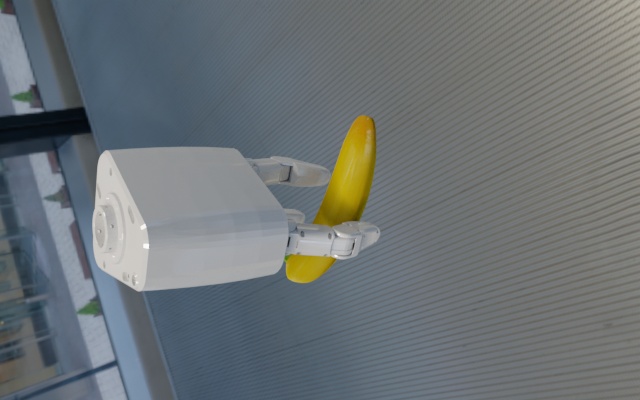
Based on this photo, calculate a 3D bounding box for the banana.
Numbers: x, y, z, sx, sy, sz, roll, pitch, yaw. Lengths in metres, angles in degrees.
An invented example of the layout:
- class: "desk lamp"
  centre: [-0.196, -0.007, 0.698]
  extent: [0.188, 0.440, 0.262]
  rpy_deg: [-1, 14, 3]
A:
- class: "banana"
  centre: [0.005, 0.017, 0.438]
  extent: [0.037, 0.069, 0.198]
  rpy_deg: [3, -46, -33]
